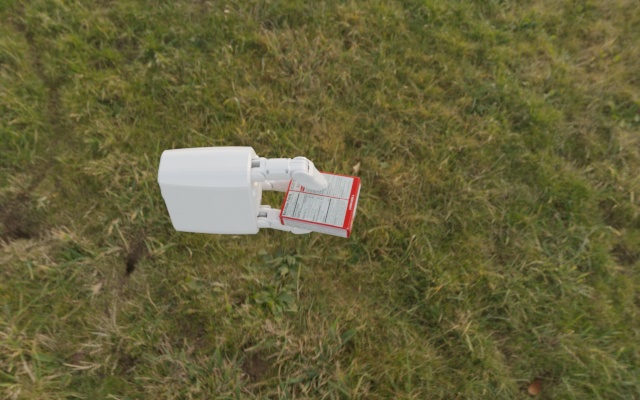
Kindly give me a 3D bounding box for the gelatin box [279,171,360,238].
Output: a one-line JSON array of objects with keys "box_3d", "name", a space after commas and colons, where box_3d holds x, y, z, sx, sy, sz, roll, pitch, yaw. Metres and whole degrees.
[{"box_3d": [0.000, 0.002, 0.598, 0.089, 0.073, 0.030, 9, -26, 10], "name": "gelatin box"}]
